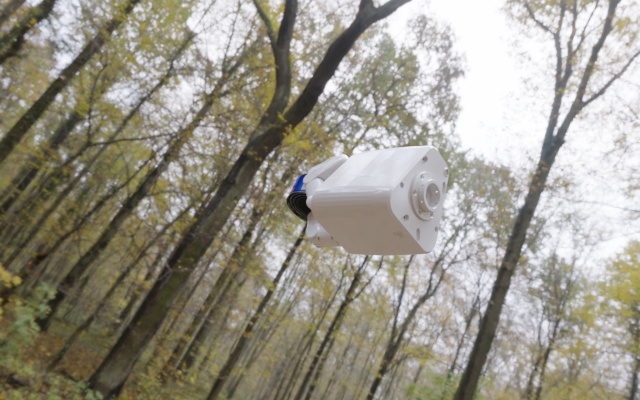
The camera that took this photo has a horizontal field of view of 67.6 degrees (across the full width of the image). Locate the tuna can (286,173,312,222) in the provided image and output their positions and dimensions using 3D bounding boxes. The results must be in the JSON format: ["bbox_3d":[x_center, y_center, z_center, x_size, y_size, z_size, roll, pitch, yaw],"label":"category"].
[{"bbox_3d":[0.000,0.002,0.637,0.086,0.033,0.086,19,-28,11],"label":"tuna can"}]
